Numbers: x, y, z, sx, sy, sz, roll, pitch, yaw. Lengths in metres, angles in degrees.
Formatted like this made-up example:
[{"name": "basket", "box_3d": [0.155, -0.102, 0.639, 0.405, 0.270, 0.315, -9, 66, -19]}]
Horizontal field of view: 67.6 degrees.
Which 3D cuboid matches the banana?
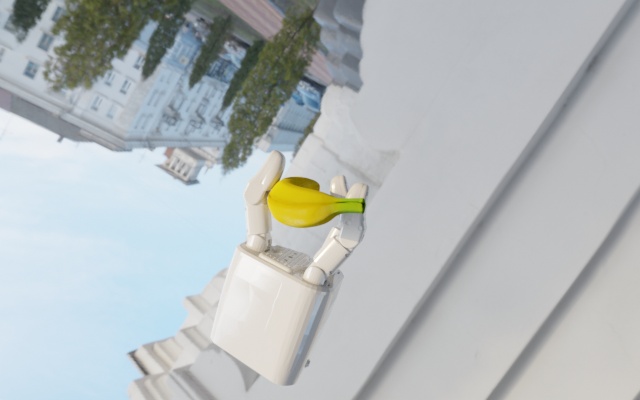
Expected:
[{"name": "banana", "box_3d": [-0.017, 0.000, 0.459, 0.069, 0.037, 0.197, 5, 7, -12]}]
